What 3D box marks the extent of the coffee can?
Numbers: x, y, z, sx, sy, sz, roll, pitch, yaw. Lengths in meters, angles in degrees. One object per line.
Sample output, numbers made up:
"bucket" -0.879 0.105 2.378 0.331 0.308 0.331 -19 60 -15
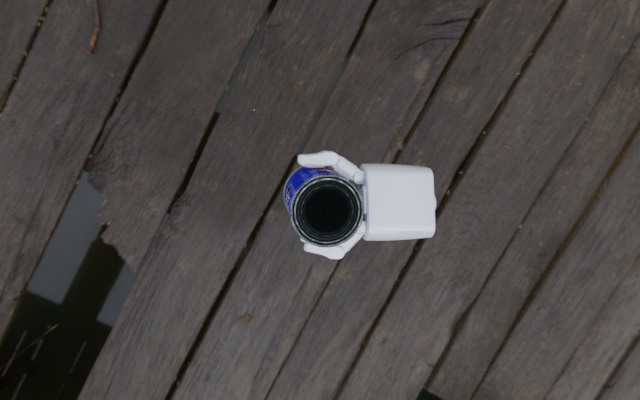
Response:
"coffee can" 0.000 0.002 0.716 0.103 0.103 0.140 0 11 -8
